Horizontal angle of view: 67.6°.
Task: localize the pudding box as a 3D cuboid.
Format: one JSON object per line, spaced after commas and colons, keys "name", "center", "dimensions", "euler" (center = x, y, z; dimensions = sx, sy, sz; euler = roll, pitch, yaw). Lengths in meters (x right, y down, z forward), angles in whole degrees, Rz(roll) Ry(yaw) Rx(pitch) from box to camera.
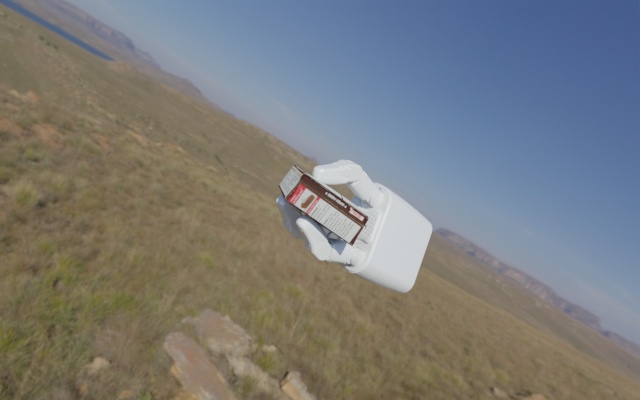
{"name": "pudding box", "center": [0.000, 0.002, 0.545], "dimensions": [0.090, 0.039, 0.113], "euler": [34, 1, -11]}
